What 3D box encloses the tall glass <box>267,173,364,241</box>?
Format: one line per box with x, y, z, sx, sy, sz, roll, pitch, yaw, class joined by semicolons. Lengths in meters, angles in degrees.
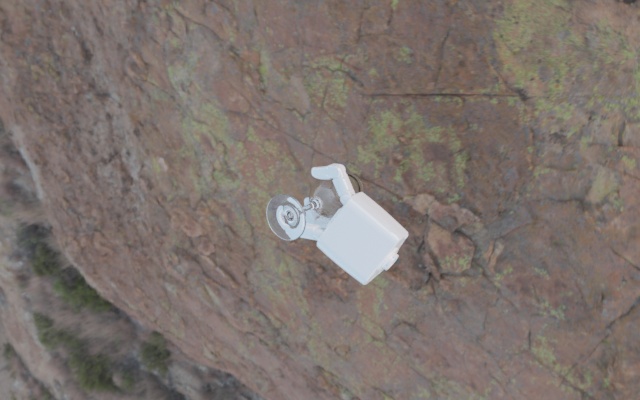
0.000;0.003;0.809;0.079;0.079;0.201;0;14;33;tall glass
